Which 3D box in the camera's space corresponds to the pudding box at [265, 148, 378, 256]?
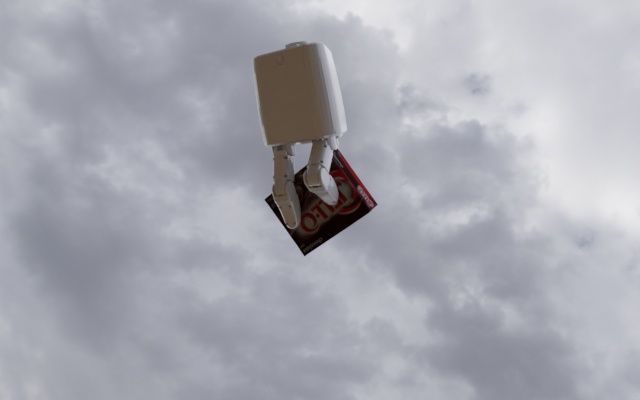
[{"bbox_3d":[0.000,0.002,0.592,0.113,0.090,0.039,-37,-4,28],"label":"pudding box"}]
